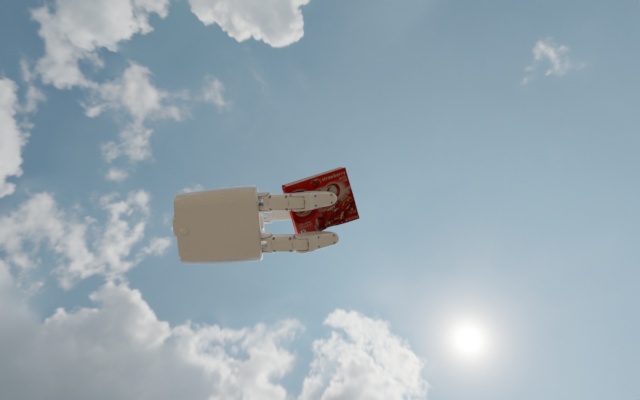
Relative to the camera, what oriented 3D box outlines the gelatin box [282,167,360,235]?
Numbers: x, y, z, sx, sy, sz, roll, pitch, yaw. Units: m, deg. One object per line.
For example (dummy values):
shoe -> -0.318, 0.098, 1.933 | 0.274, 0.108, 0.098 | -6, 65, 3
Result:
gelatin box -> 0.000, 0.002, 0.643 | 0.089, 0.073, 0.030 | -18, 10, -9
